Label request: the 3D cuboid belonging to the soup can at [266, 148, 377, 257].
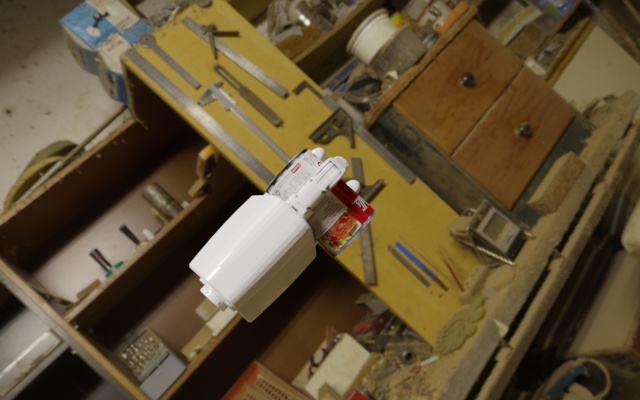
[{"bbox_3d":[0.000,0.001,0.514,0.102,0.068,0.068,43,0,0],"label":"soup can"}]
